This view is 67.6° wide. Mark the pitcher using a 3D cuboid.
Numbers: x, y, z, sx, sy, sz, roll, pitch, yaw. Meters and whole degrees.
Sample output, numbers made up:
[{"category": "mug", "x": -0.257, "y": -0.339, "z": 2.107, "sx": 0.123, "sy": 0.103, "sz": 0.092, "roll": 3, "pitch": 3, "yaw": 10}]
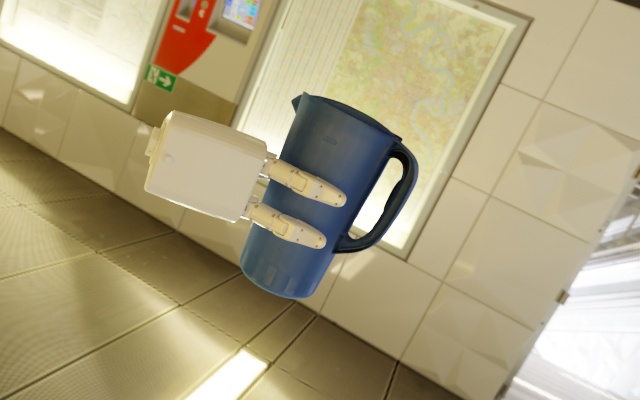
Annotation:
[{"category": "pitcher", "x": 0.000, "y": 0.002, "z": 0.594, "sx": 0.145, "sy": 0.243, "sz": 0.149, "roll": 19, "pitch": 14, "yaw": -24}]
